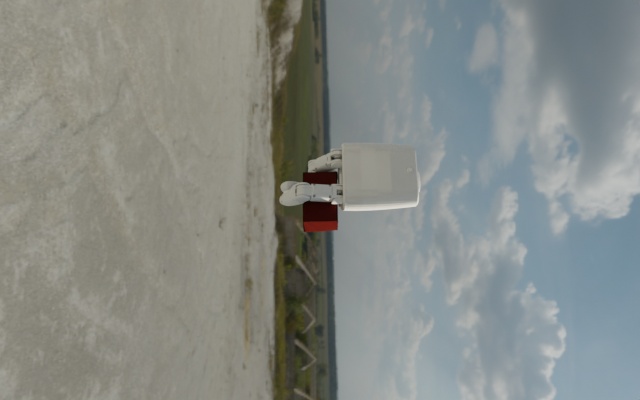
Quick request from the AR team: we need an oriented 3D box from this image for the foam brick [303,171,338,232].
[{"bbox_3d":[0.000,0.003,0.701,0.051,0.078,0.053,0,-18,0],"label":"foam brick"}]
